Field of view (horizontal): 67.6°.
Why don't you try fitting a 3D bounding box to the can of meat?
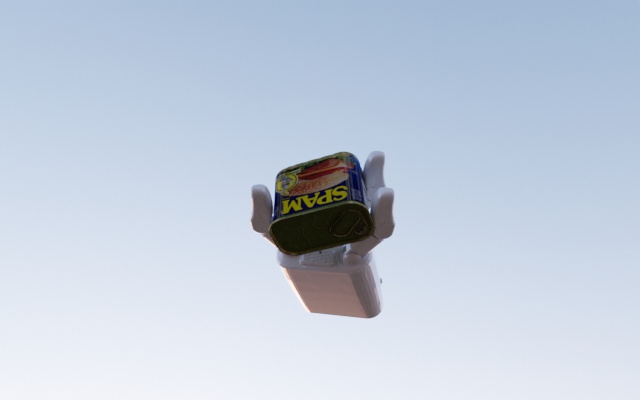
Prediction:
[{"bbox_3d":[0.000,0.001,0.502,0.102,0.083,0.057,-14,-47,11],"label":"can of meat"}]
